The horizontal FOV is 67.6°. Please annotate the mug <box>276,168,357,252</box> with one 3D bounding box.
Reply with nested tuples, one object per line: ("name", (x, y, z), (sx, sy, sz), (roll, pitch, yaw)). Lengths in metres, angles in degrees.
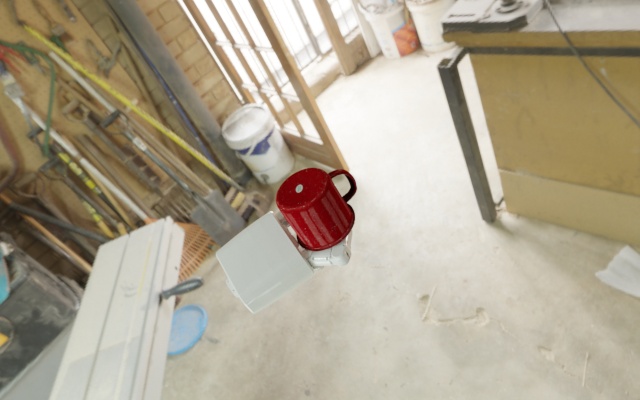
("mug", (0.001, 0.001, 0.661), (0.117, 0.081, 0.093), (-37, 39, -6))
